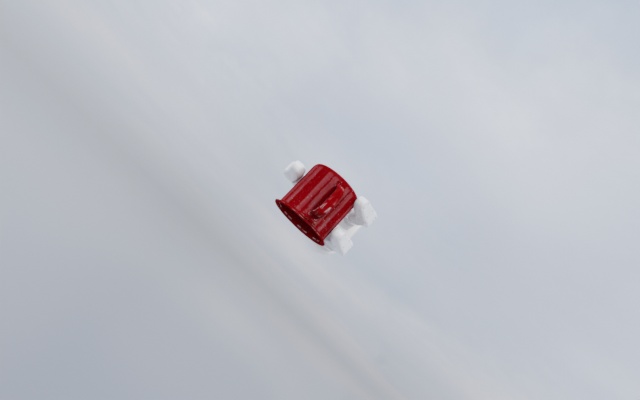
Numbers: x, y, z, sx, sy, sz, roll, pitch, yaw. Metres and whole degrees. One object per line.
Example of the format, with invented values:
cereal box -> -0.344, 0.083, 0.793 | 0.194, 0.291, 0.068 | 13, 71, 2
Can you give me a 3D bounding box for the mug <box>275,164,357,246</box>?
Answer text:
mug -> 0.001, 0.002, 0.658 | 0.093, 0.081, 0.117 | 45, -13, -7
